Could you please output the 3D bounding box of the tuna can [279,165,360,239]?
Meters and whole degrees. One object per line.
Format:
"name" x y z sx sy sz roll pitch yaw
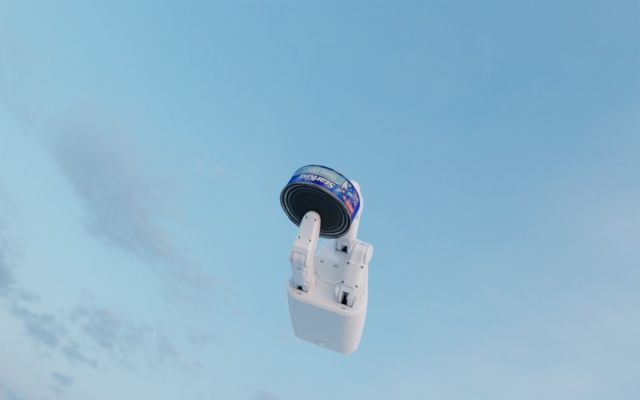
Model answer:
"tuna can" 0.000 0.001 0.530 0.086 0.086 0.033 0 43 34
